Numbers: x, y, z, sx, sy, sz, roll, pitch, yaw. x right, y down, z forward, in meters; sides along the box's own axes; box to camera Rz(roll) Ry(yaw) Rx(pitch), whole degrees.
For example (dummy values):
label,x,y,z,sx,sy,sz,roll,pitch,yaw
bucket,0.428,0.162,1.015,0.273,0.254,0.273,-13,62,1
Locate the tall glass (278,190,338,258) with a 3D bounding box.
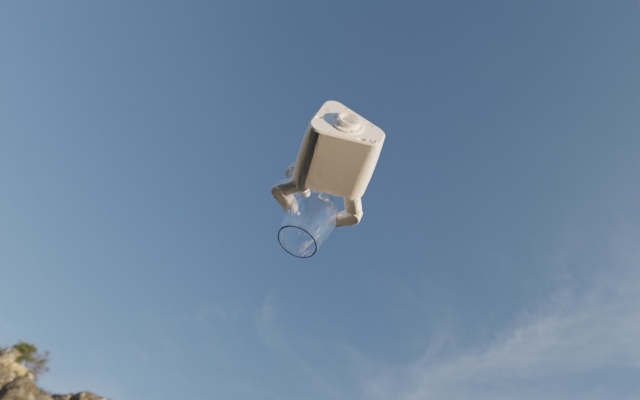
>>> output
label,x,y,z,sx,sy,sz,roll,pitch,yaw
tall glass,0.000,0.002,0.764,0.079,0.079,0.201,0,36,25
